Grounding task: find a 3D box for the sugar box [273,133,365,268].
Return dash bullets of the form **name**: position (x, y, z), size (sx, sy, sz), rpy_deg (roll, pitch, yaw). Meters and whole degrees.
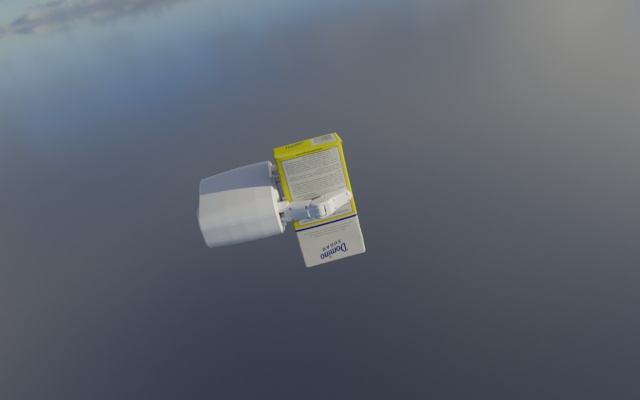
- **sugar box**: position (0.000, 0.002, 0.675), size (0.093, 0.176, 0.048), rpy_deg (-14, 27, -2)
